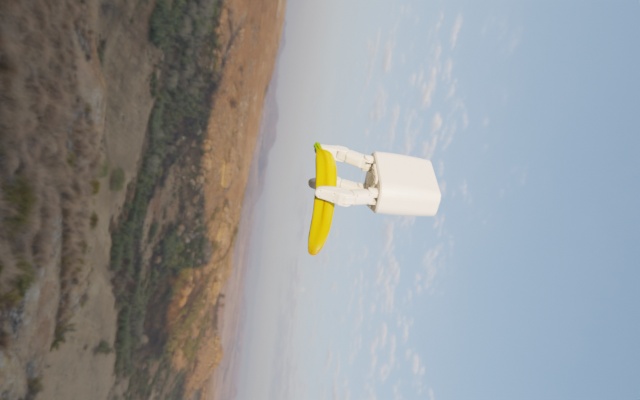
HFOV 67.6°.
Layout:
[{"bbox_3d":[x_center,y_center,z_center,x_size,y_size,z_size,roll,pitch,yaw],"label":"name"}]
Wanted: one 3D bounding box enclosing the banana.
[{"bbox_3d":[0.004,0.001,0.807,0.037,0.198,0.069,4,3,-10],"label":"banana"}]
